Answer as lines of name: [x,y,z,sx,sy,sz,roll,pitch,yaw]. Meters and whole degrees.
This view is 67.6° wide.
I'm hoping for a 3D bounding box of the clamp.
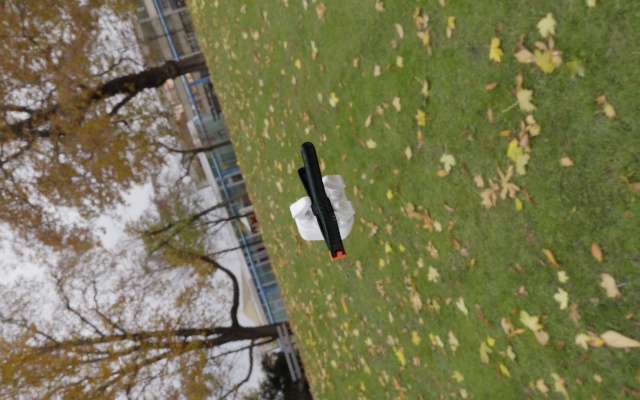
clamp: [0.000,0.004,0.866,0.036,0.210,0.165,-18,-17,-7]
